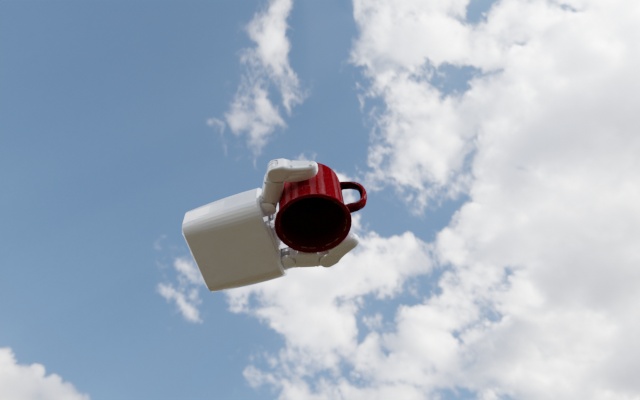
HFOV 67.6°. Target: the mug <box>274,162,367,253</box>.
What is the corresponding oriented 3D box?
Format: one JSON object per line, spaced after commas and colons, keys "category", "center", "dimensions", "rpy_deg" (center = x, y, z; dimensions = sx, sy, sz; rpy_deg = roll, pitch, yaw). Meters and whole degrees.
{"category": "mug", "center": [0.001, 0.001, 0.600], "dimensions": [0.117, 0.093, 0.081], "rpy_deg": [-15, 37, 6]}
